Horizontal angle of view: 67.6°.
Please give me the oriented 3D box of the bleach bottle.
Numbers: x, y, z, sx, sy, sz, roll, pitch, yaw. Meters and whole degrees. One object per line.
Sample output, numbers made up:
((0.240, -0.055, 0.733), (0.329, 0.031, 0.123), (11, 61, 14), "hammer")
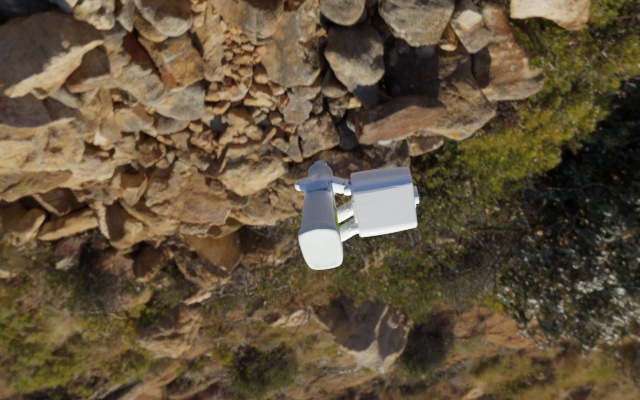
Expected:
((0.000, 0.003, 0.880), (0.068, 0.103, 0.250), (-8, 40, 6), "bleach bottle")
